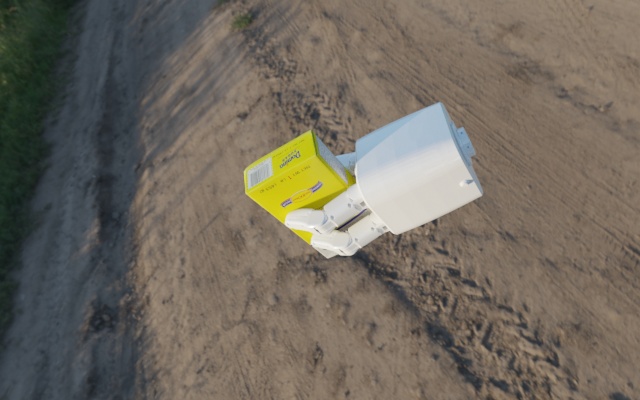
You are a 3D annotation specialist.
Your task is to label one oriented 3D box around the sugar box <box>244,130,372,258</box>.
[{"bbox_3d":[0.000,0.002,0.562,0.093,0.048,0.176,-27,-44,19],"label":"sugar box"}]
